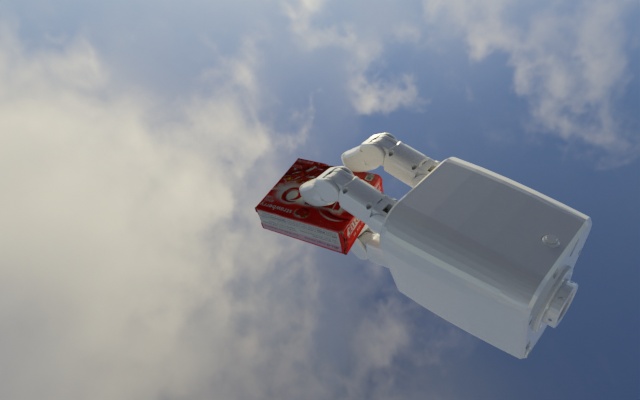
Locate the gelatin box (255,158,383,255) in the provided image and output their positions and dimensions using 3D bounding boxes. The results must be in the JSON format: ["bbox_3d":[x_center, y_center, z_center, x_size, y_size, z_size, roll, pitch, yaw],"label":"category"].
[{"bbox_3d":[0.000,0.002,0.419,0.089,0.030,0.073,14,49,29],"label":"gelatin box"}]
